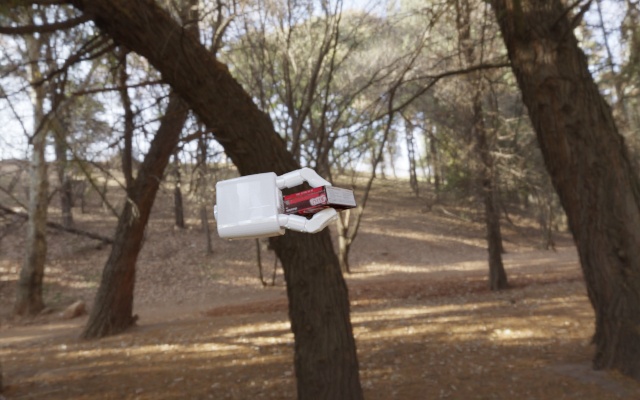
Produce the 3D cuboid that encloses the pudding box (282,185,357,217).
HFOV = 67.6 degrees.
[{"bbox_3d":[0.000,0.003,0.851,0.090,0.039,0.113,-14,-8,29],"label":"pudding box"}]
